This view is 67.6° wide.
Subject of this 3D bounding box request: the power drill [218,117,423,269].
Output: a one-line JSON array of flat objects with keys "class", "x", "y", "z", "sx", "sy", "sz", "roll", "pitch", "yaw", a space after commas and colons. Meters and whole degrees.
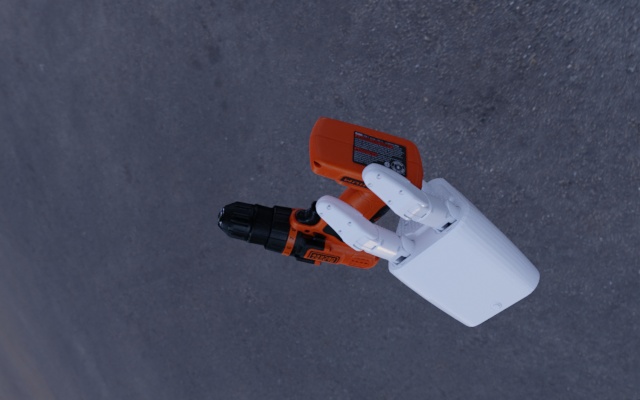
[{"class": "power drill", "x": 0.000, "y": 0.001, "z": 0.472, "sx": 0.184, "sy": 0.057, "sz": 0.188, "roll": 12, "pitch": -33, "yaw": -14}]
